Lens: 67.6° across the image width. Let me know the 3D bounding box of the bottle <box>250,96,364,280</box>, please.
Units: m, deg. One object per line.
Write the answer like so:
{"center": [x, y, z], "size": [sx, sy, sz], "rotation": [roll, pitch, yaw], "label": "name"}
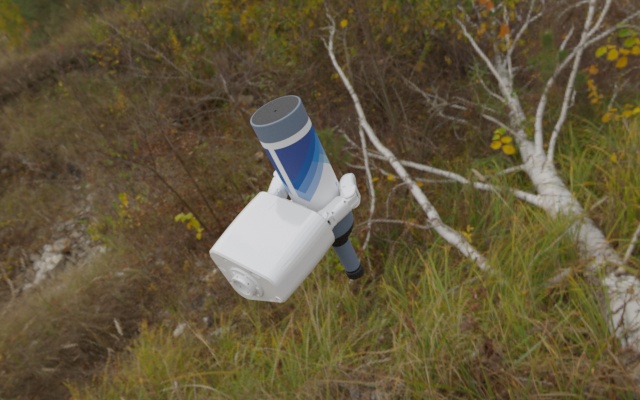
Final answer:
{"center": [0.000, 0.002, 0.650], "size": [0.069, 0.296, 0.069], "rotation": [-17, 35, 13], "label": "bottle"}
